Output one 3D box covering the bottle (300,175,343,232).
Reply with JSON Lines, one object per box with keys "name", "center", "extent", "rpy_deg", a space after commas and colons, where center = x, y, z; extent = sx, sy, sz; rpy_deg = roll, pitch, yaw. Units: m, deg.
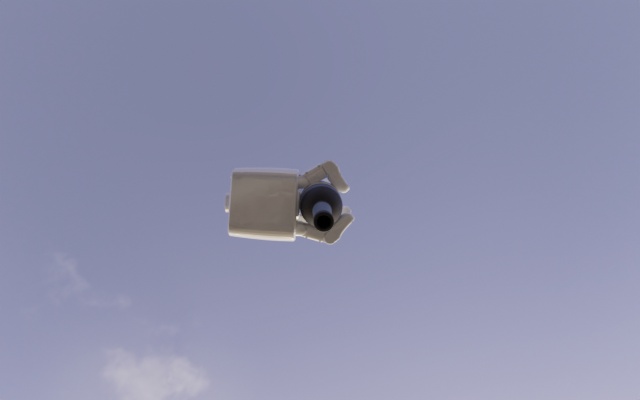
{"name": "bottle", "center": [0.000, 0.002, 0.770], "extent": [0.069, 0.069, 0.295], "rpy_deg": [0, 10, -2]}
